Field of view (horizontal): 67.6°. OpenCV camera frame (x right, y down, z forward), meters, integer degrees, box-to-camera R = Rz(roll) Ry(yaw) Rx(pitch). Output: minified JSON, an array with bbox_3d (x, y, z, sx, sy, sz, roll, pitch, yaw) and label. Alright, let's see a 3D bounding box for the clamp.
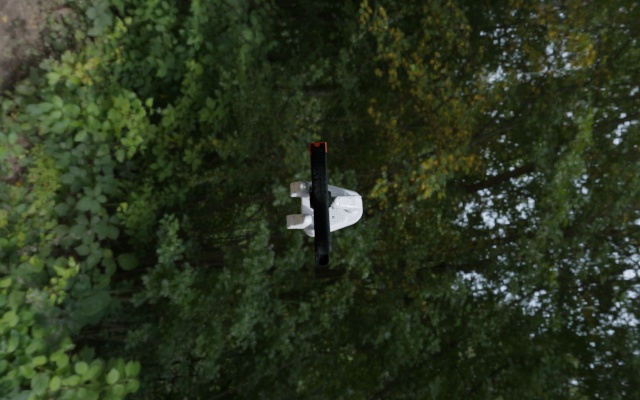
[{"bbox_3d":[0.001,0.002,0.779,0.036,0.210,0.164,-2,-7,-2],"label":"clamp"}]
